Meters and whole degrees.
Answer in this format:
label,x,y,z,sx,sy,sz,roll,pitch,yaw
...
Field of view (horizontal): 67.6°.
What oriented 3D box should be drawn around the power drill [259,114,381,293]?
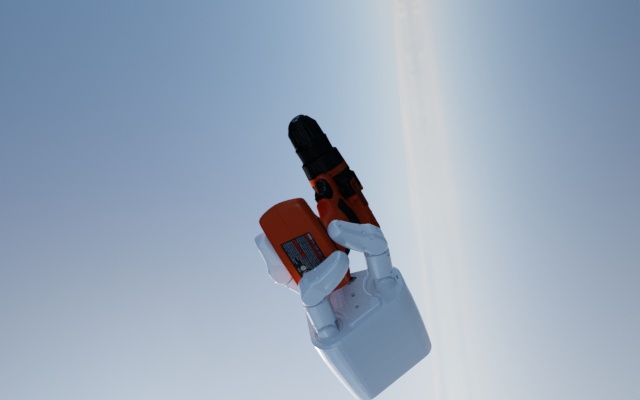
label,x,y,z,sx,sy,sz,roll,pitch,yaw
power drill,0.000,0.002,0.531,0.057,0.184,0.187,-27,13,25
